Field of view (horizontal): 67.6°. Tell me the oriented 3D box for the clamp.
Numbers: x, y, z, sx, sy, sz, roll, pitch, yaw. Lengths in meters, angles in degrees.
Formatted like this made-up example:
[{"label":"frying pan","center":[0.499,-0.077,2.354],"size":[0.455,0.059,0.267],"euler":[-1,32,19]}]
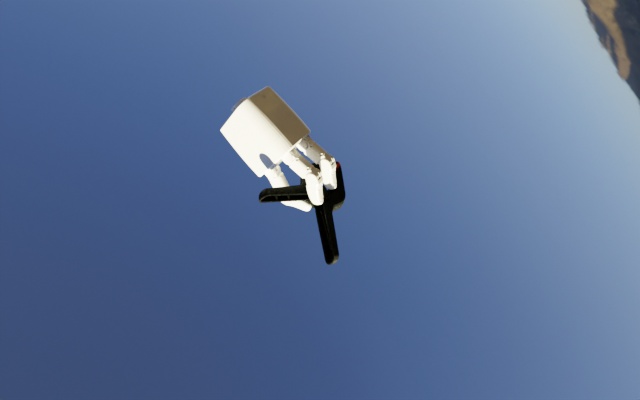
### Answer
[{"label":"clamp","center":[0.000,0.003,0.820],"size":[0.036,0.164,0.210],"euler":[-36,9,38]}]
